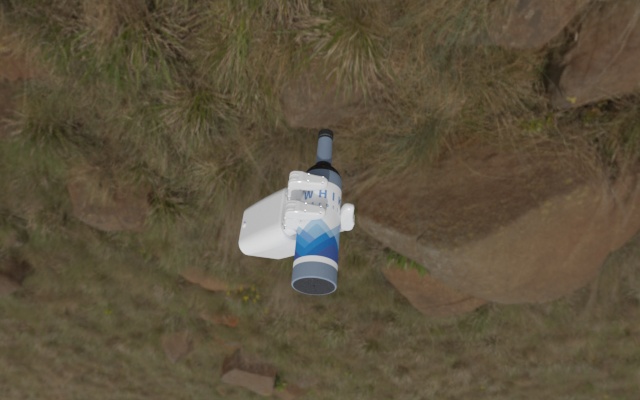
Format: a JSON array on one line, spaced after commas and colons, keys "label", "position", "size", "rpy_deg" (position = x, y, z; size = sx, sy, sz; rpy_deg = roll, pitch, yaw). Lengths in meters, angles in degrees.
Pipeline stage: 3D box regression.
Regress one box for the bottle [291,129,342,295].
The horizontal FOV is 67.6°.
[{"label": "bottle", "position": [0.000, 0.003, 0.776], "size": [0.069, 0.295, 0.069], "rpy_deg": [3, -33, 2]}]
